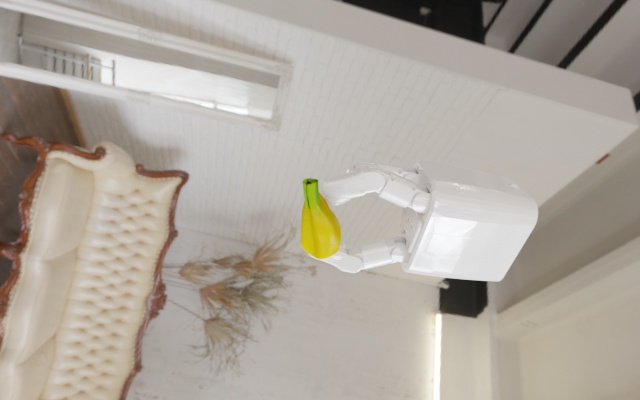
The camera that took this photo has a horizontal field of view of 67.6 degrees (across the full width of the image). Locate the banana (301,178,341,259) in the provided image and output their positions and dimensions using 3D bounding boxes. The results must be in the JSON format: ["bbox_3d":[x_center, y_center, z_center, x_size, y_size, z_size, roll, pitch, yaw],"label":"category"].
[{"bbox_3d":[-0.001,0.020,0.462,0.037,0.069,0.198,2,-2,-2],"label":"banana"}]
